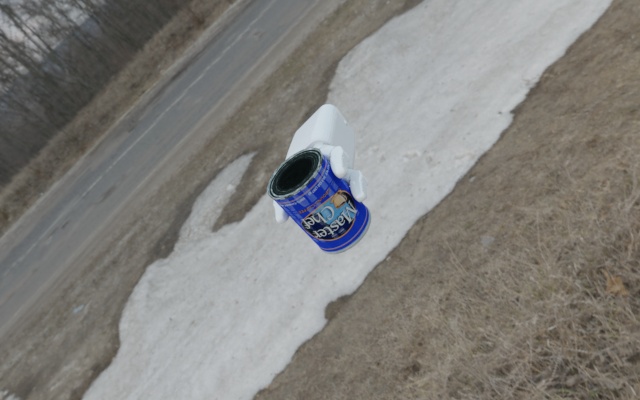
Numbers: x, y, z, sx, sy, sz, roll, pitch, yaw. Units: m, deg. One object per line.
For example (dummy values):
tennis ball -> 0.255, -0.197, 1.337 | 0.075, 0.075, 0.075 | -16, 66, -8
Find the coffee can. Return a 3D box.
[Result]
coffee can -> 0.000, 0.003, 0.744 | 0.103, 0.102, 0.140 | 0, -39, 47
